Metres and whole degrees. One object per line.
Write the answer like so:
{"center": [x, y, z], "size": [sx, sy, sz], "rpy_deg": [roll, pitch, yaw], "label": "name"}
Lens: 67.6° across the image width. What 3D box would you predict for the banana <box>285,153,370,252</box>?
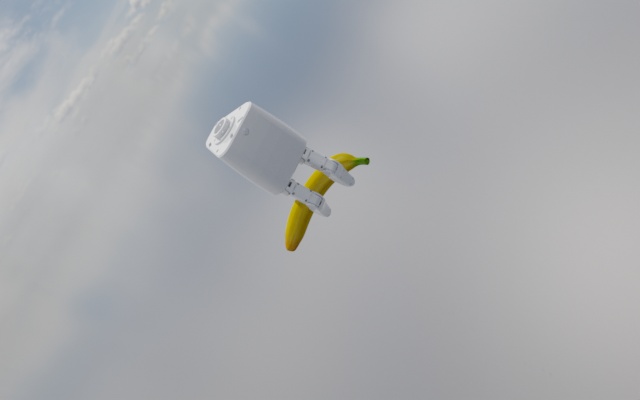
{"center": [-0.005, -0.008, 0.781], "size": [0.037, 0.198, 0.069], "rpy_deg": [34, 8, -37], "label": "banana"}
